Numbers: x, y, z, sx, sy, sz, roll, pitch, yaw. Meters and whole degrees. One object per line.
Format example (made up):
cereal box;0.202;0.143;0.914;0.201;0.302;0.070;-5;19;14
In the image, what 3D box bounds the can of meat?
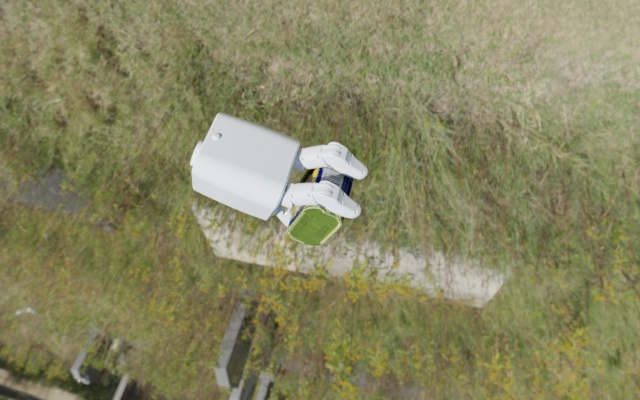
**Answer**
can of meat;0.000;0.002;0.613;0.057;0.084;0.102;23;-33;-11
